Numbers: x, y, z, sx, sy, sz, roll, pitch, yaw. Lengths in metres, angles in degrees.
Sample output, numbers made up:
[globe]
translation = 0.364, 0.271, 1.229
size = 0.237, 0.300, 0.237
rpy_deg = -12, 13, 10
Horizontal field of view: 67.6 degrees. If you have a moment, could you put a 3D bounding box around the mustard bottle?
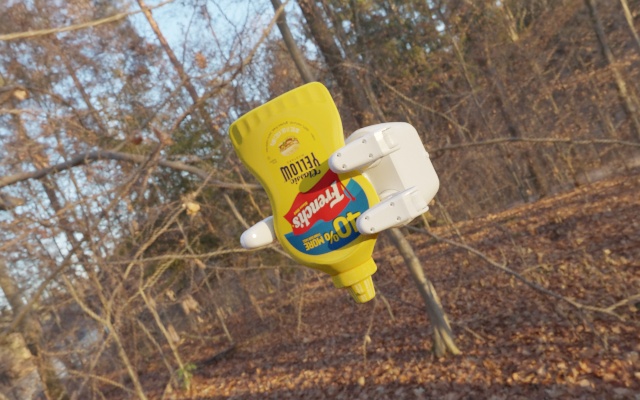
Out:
[mustard bottle]
translation = 0.000, 0.001, 0.424
size = 0.096, 0.191, 0.058
rpy_deg = -25, 1, 7
